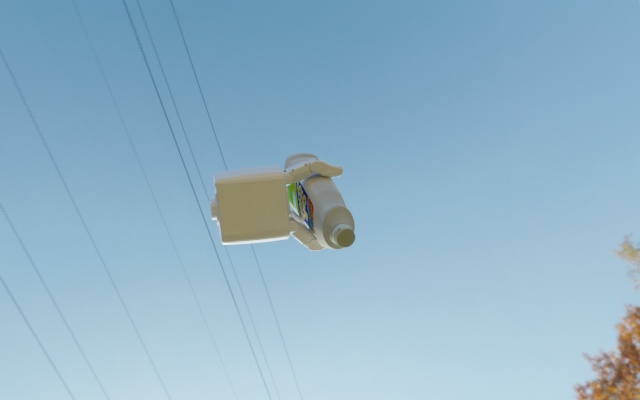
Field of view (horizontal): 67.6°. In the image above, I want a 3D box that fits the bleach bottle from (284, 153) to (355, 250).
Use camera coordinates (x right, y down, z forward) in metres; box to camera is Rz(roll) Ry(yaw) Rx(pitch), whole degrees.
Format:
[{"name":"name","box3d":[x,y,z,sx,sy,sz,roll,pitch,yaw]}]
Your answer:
[{"name":"bleach bottle","box3d":[0.000,0.003,0.771,0.068,0.103,0.250,-6,21,-15]}]
